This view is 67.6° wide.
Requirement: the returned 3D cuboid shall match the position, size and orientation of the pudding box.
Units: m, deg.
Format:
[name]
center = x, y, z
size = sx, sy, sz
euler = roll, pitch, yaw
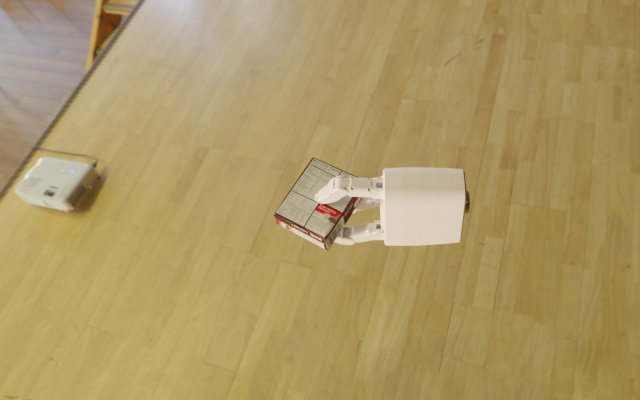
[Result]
[pudding box]
center = 0.000, 0.002, 0.691
size = 0.090, 0.113, 0.039
euler = 26, -24, 20
